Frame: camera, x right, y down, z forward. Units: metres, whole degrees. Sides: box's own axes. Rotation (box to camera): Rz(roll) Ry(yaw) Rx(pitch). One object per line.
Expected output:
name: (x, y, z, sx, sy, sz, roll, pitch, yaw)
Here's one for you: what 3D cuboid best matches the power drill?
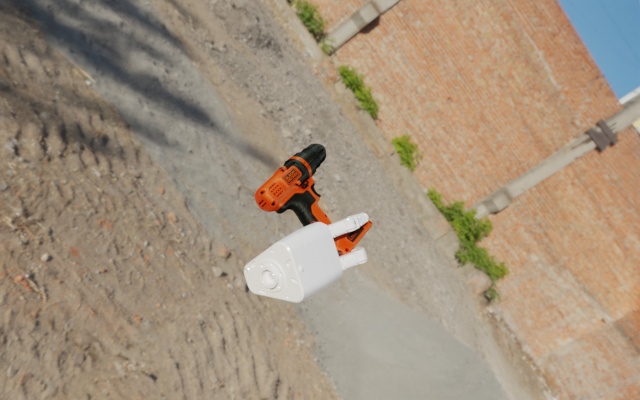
power drill: (0.000, 0.003, 0.835, 0.184, 0.187, 0.057, -46, 1, -38)
